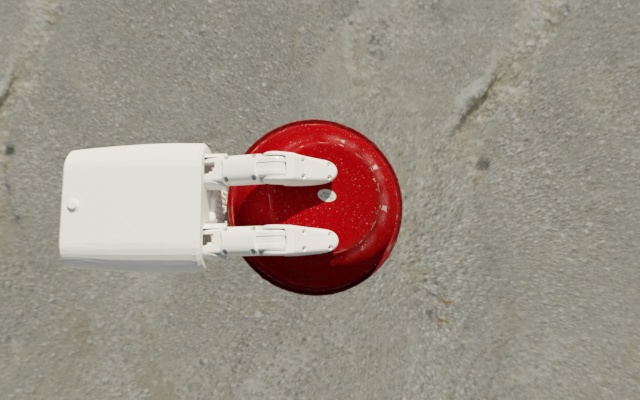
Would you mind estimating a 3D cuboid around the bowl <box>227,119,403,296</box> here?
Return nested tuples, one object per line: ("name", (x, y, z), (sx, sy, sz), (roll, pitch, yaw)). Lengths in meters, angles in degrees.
("bowl", (0.001, 0.001, 0.409), (0.162, 0.162, 0.055), (0, -8, -8))
